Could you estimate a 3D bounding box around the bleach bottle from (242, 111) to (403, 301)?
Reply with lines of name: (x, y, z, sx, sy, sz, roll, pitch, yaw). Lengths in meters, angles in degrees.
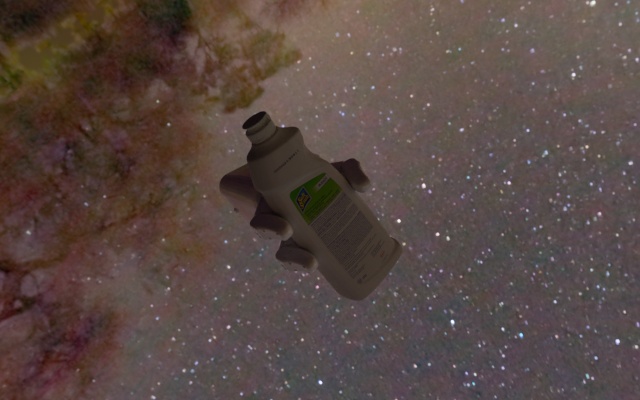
bleach bottle: (0.000, 0.002, 0.546, 0.102, 0.251, 0.068, -48, 33, -21)
